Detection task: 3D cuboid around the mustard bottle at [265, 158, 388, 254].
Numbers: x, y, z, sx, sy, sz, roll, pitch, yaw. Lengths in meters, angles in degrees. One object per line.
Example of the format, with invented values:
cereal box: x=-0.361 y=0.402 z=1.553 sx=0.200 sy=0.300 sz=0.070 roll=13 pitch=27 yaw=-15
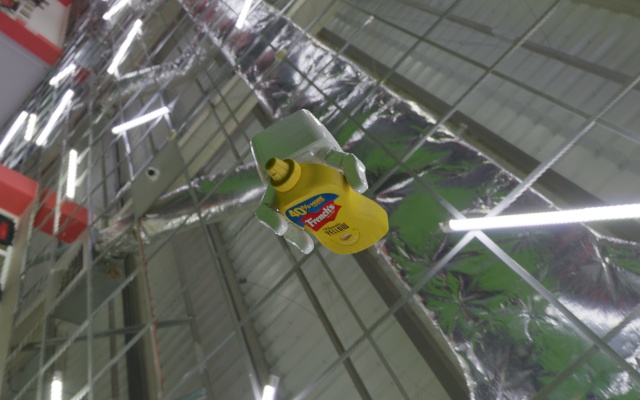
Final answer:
mustard bottle: x=0.000 y=0.002 z=0.619 sx=0.096 sy=0.058 sz=0.192 roll=-25 pitch=-44 yaw=30
